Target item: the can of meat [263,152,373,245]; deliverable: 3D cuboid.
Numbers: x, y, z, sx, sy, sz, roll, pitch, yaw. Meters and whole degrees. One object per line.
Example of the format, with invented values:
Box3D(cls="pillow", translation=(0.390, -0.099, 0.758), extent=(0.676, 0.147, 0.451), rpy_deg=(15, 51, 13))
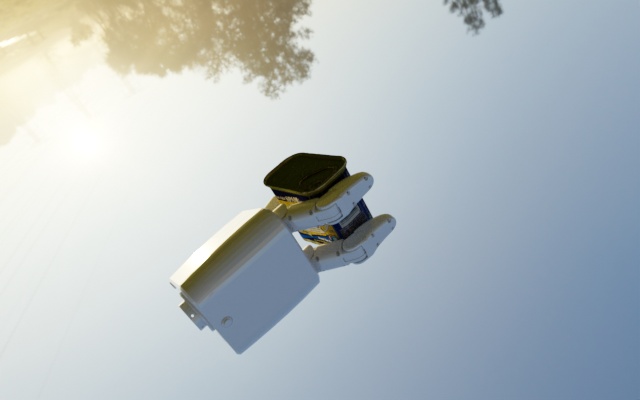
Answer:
Box3D(cls="can of meat", translation=(0.000, 0.002, 0.497), extent=(0.057, 0.084, 0.102), rpy_deg=(-44, 31, -24))
